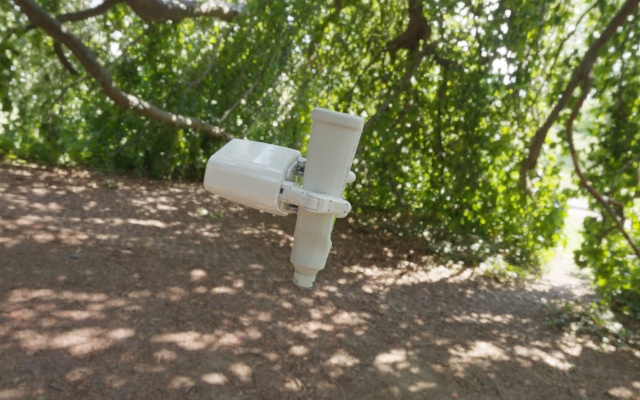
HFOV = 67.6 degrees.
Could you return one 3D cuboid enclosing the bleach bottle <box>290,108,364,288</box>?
[{"bbox_3d":[0.000,0.002,0.665,0.068,0.251,0.102,14,11,8],"label":"bleach bottle"}]
